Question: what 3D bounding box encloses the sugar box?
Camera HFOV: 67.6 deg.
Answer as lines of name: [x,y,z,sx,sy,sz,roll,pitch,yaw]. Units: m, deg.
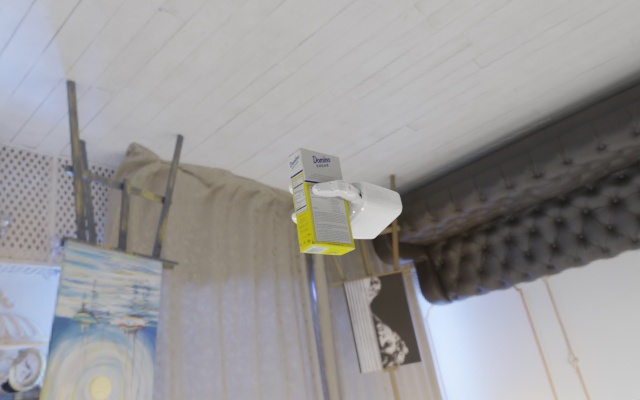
sugar box: [0.000,0.003,0.826,0.093,0.176,0.048,10,-30,-39]
